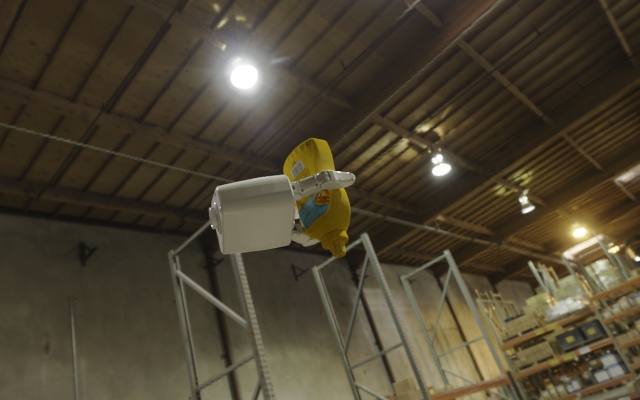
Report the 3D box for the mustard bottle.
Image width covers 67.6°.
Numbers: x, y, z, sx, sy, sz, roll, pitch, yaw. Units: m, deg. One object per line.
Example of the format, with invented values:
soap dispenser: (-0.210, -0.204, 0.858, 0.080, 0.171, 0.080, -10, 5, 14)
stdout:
mustard bottle: (0.000, 0.002, 0.756, 0.058, 0.191, 0.096, 6, -37, -40)
